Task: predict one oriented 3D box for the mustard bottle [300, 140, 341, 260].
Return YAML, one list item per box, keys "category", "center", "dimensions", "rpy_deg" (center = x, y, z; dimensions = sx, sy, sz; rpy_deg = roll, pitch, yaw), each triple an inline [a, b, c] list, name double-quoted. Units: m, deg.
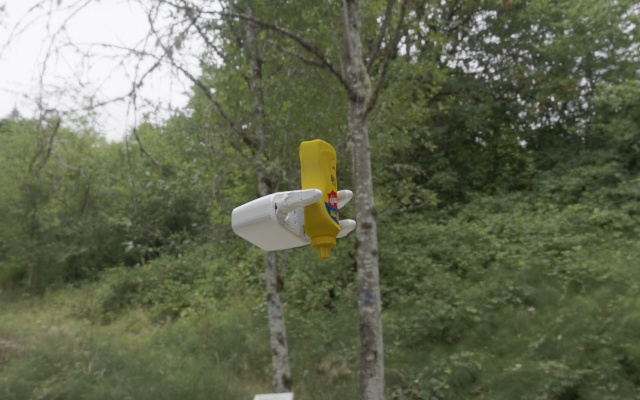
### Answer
- category: "mustard bottle"
  center: [0.000, 0.002, 0.796]
  dimensions: [0.058, 0.191, 0.096]
  rpy_deg: [-7, -18, 14]
